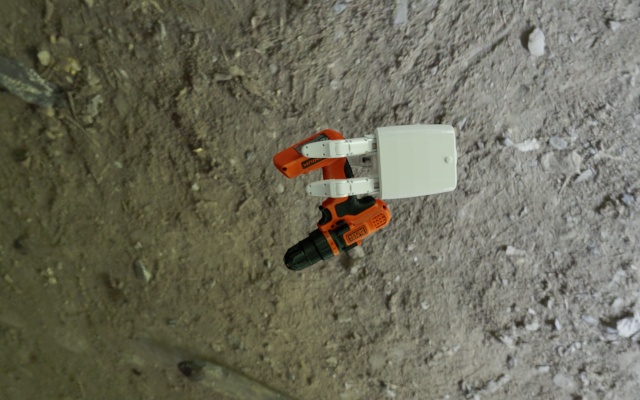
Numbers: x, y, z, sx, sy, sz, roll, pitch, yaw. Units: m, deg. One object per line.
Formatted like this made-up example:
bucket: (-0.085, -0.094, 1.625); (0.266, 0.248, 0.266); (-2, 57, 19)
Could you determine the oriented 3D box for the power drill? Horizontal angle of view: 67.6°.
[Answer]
power drill: (0.000, 0.002, 0.719); (0.184, 0.188, 0.057); (-29, 31, -7)
